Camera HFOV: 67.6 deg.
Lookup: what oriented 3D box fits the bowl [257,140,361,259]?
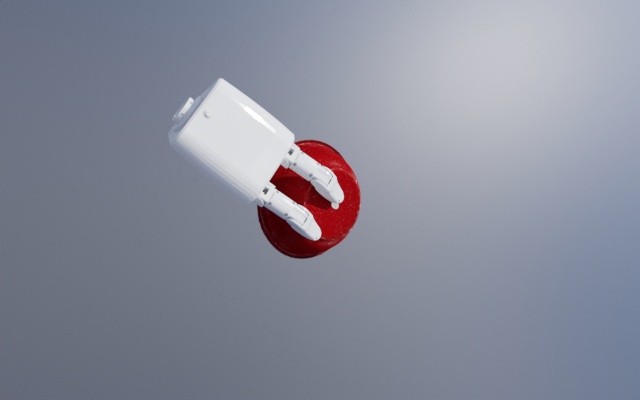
[{"bbox_3d":[0.001,0.003,0.623,0.162,0.162,0.055,0,7,-38],"label":"bowl"}]
